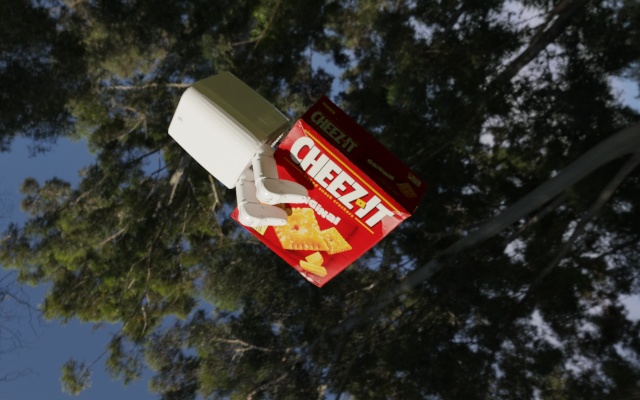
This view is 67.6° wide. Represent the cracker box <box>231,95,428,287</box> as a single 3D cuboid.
[{"bbox_3d":[0.000,0.002,0.605,0.214,0.164,0.072,-47,5,46],"label":"cracker box"}]
